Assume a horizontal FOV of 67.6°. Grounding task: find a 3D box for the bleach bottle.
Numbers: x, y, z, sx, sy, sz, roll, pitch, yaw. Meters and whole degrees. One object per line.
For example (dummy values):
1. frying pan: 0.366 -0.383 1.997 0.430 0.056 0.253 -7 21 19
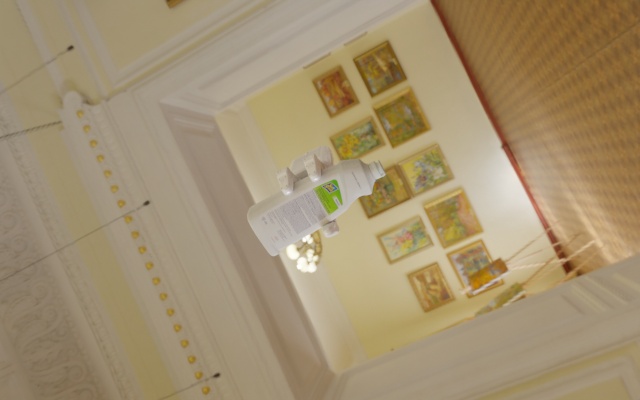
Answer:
1. bleach bottle: 0.000 0.003 0.850 0.251 0.103 0.068 -26 23 13
